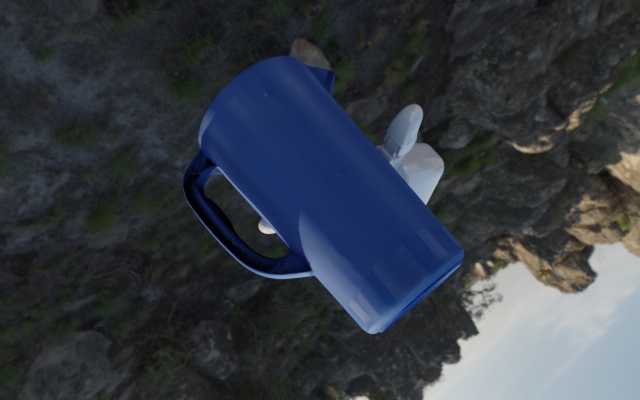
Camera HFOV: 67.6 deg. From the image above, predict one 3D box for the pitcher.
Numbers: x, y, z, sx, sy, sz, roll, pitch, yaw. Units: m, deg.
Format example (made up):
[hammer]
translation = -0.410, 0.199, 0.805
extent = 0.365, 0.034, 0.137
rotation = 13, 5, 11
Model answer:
[pitcher]
translation = 0.000, 0.001, 0.434
extent = 0.145, 0.242, 0.149
rotation = -17, -30, -52
